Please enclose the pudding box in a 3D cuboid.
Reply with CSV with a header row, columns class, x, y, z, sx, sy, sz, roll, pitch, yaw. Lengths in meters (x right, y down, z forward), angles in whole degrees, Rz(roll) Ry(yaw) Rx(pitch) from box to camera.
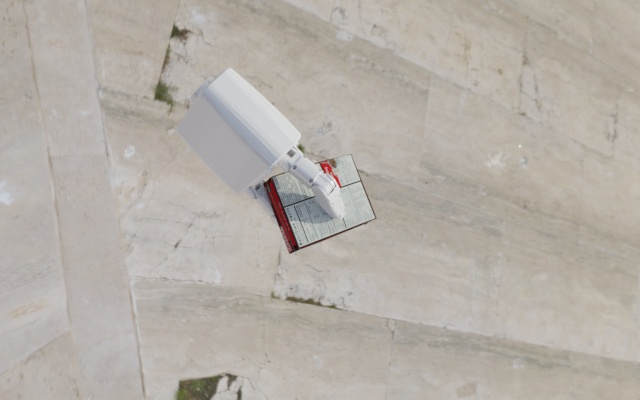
class,x,y,z,sx,sy,sz,roll,pitch,yaw
pudding box,0.000,0.002,0.564,0.113,0.090,0.039,-19,-4,-24
